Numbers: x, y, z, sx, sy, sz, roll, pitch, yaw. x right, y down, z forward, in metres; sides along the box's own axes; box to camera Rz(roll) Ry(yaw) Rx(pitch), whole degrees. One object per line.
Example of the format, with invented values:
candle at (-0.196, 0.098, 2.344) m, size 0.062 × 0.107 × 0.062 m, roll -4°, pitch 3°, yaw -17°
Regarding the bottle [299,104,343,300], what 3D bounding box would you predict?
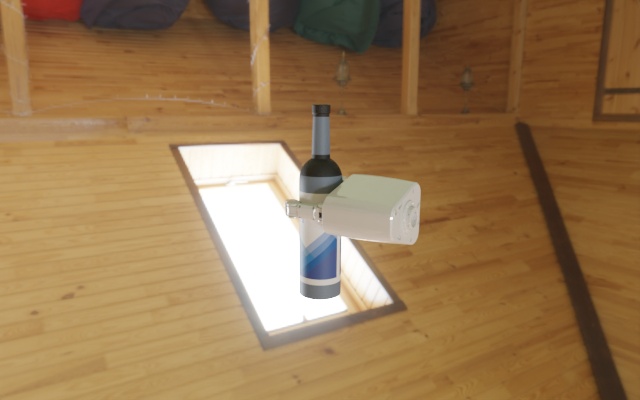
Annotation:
bottle at (0.000, 0.003, 0.735) m, size 0.069 × 0.296 × 0.069 m, roll 0°, pitch 11°, yaw 0°
